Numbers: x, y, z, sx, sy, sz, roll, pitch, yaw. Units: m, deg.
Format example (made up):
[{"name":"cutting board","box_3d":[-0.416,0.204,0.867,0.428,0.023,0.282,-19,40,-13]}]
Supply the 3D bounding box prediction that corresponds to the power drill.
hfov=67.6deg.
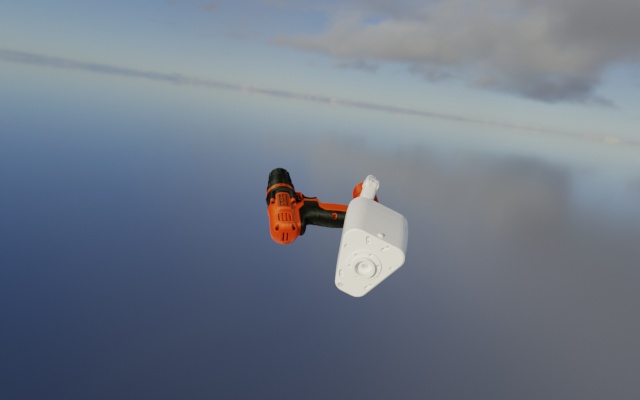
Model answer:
[{"name":"power drill","box_3d":[0.001,0.003,0.825,0.187,0.057,0.184,-2,39,-7]}]
